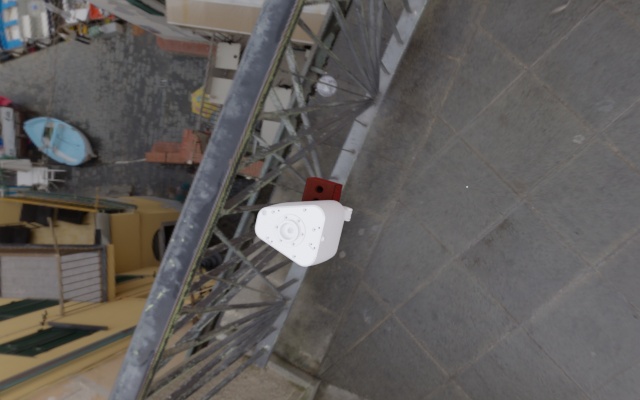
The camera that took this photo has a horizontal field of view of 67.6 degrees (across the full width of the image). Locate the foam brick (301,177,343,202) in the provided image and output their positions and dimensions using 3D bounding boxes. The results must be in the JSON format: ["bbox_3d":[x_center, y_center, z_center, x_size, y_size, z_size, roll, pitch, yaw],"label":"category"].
[{"bbox_3d":[0.000,0.002,0.820,0.053,0.078,0.051,15,6,17],"label":"foam brick"}]
